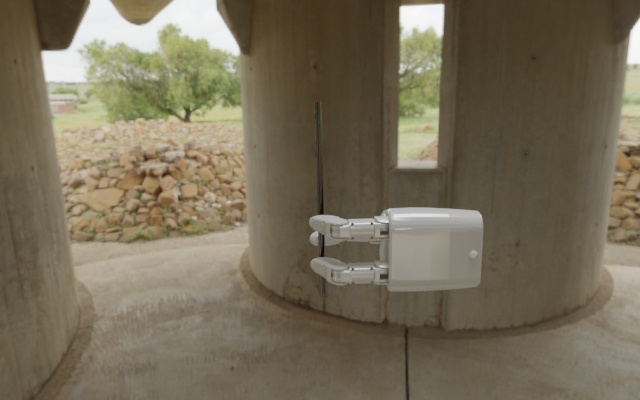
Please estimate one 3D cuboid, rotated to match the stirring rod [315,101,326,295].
[{"bbox_3d":[0.000,0.002,0.583,0.011,0.239,0.011,-1,13,0],"label":"stirring rod"}]
